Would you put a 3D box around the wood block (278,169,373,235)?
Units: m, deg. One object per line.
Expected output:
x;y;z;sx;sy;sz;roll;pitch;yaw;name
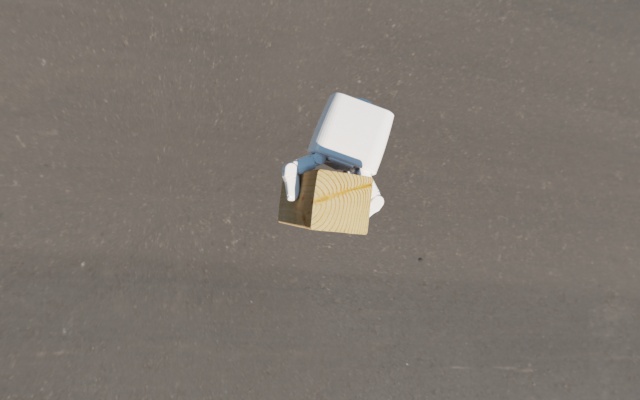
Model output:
0.000;0.002;0.793;0.091;0.090;0.206;7;-2;-18;wood block
